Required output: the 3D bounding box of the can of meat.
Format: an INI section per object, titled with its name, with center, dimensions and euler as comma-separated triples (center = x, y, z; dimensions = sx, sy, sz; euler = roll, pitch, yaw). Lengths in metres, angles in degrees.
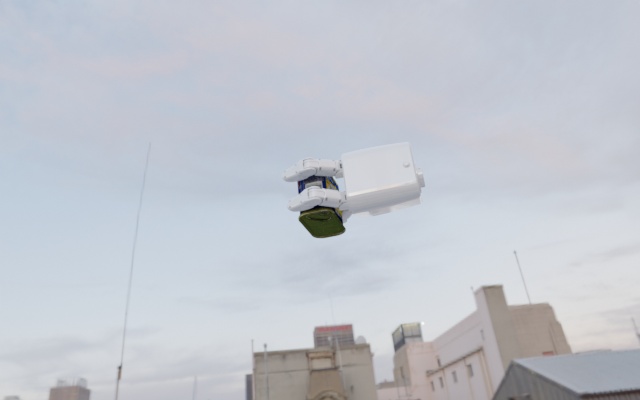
[can of meat]
center = 0.000, 0.002, 0.765
dimensions = 0.057, 0.084, 0.102
euler = -13, -28, 13
